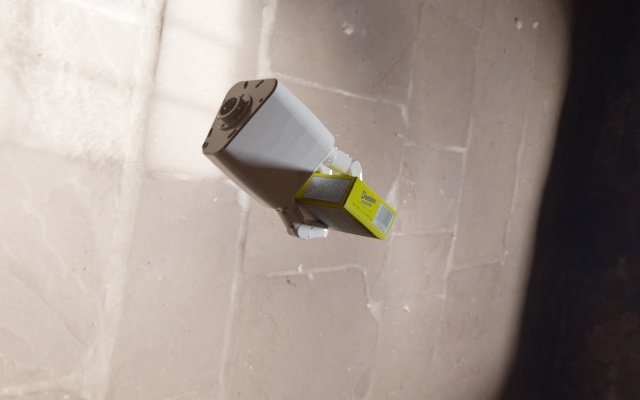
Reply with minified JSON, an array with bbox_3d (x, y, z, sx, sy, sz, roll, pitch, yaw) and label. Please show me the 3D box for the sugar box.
[{"bbox_3d":[0.000,0.001,0.611,0.176,0.048,0.093,12,-21,46],"label":"sugar box"}]
